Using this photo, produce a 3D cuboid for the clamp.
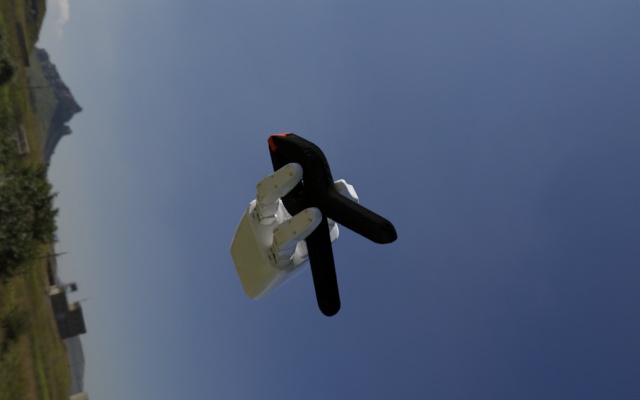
[{"bbox_3d":[0.000,0.001,0.509,0.036,0.210,0.165,-11,-25,-31],"label":"clamp"}]
